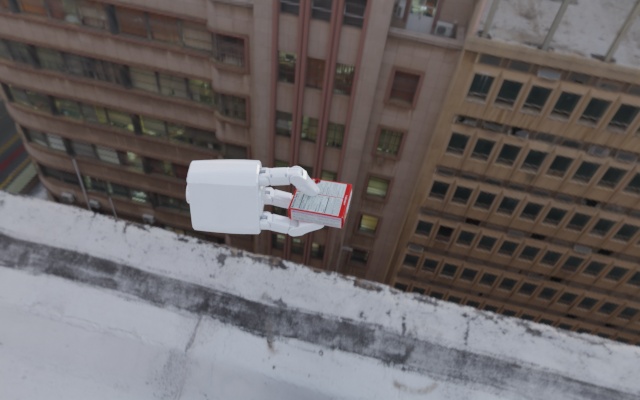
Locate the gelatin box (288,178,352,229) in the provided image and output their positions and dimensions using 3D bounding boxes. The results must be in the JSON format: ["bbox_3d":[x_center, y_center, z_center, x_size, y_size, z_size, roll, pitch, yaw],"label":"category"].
[{"bbox_3d":[0.000,0.002,0.757,0.089,0.073,0.030,9,-42,10],"label":"gelatin box"}]
